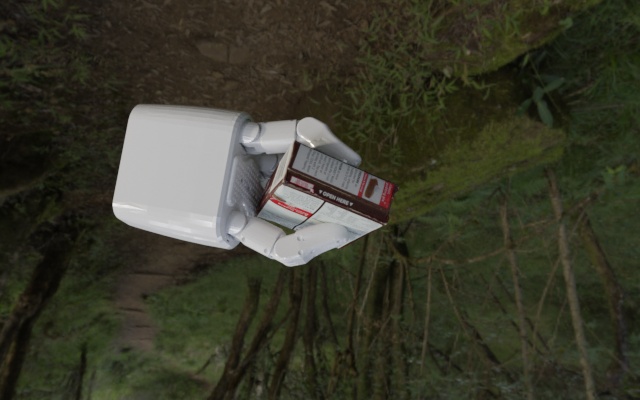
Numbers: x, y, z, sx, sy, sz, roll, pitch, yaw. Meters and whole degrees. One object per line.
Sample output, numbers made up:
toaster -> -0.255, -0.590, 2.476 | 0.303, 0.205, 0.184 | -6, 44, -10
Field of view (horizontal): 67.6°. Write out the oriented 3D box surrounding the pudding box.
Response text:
pudding box -> 0.000, 0.001, 0.404 | 0.090, 0.039, 0.113 | 22, -19, -11
